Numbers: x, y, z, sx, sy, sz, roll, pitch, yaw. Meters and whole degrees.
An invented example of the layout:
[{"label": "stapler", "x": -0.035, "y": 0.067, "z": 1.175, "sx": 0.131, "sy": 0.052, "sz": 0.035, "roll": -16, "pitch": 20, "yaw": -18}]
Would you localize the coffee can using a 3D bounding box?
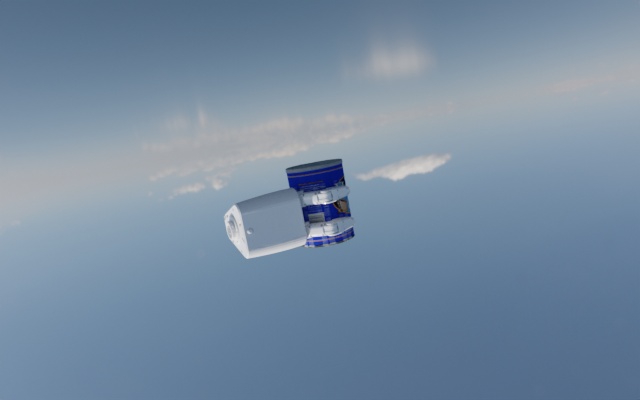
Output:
[{"label": "coffee can", "x": 0.000, "y": 0.003, "z": 0.857, "sx": 0.103, "sy": 0.140, "sz": 0.103, "roll": -10, "pitch": 8, "yaw": 1}]
